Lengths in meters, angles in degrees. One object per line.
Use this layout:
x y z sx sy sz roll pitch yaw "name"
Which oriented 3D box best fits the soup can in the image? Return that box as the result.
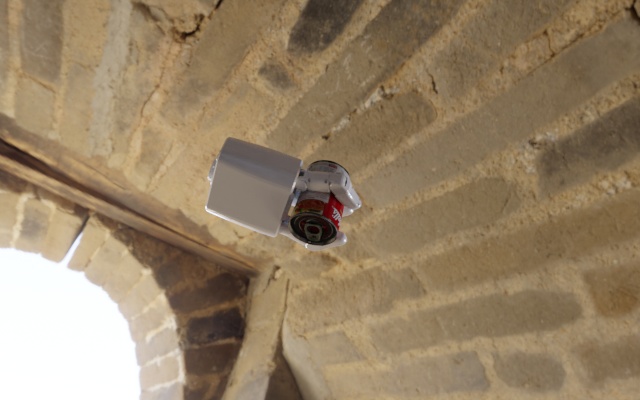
0.001 0.002 0.661 0.068 0.102 0.069 9 -40 8 "soup can"
